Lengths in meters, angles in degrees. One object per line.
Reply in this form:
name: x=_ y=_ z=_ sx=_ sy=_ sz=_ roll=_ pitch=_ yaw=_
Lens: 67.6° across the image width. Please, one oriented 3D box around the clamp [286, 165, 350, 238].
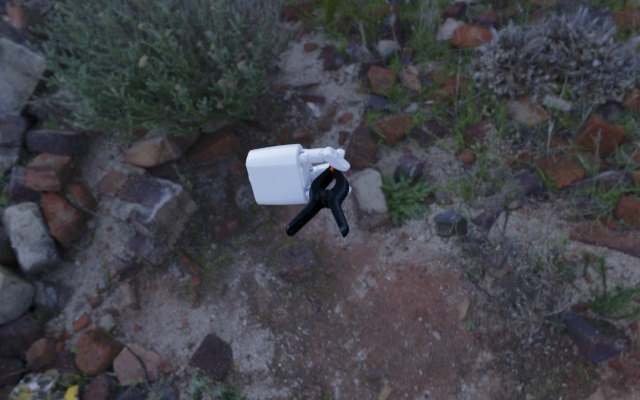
clamp: x=0.000 y=0.002 z=0.894 sx=0.120 sy=0.171 sz=0.039 roll=-3 pitch=-43 yaw=13
